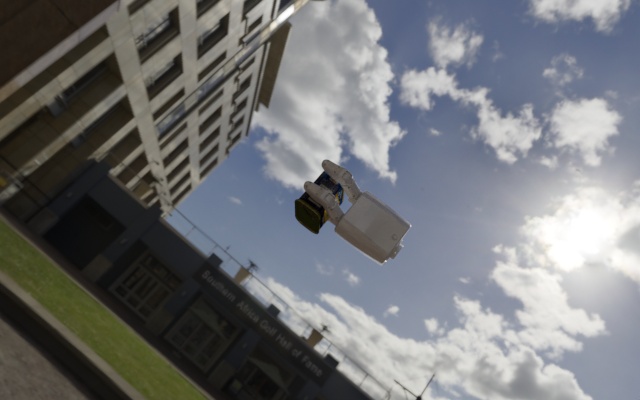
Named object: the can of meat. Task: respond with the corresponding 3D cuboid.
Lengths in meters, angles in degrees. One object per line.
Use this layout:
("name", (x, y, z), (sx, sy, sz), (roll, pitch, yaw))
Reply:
("can of meat", (0.000, 0.003, 0.890), (0.057, 0.084, 0.102), (36, -21, 14))
